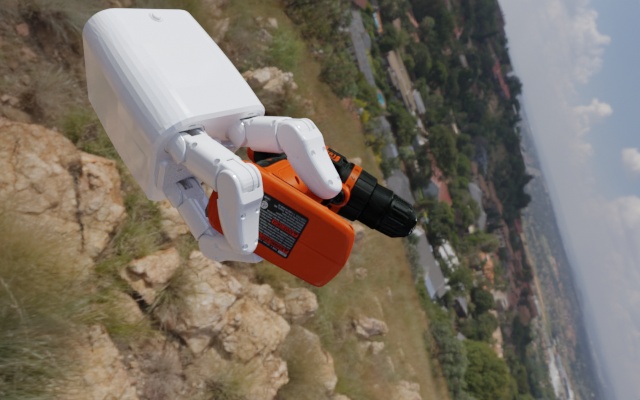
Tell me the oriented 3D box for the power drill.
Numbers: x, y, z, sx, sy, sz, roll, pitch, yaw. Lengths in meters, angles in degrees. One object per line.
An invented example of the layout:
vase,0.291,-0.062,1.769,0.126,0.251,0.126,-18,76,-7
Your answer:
power drill,0.000,0.001,0.409,0.184,0.057,0.187,28,18,2
